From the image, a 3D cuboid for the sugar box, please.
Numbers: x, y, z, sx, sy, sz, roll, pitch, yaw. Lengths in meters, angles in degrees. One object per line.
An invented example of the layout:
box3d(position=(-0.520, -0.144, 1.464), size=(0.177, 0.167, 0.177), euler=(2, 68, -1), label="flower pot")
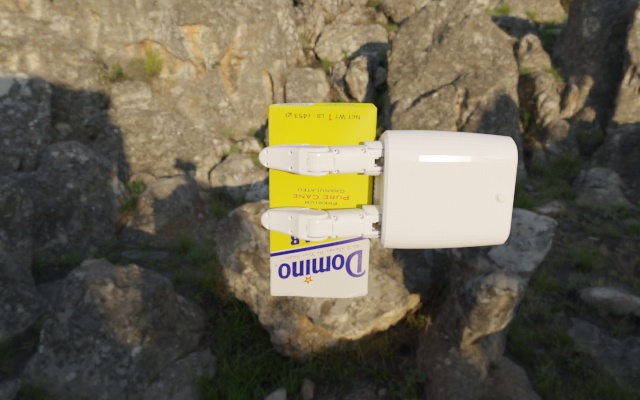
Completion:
box3d(position=(0.000, 0.001, 0.435), size=(0.093, 0.176, 0.048), euler=(1, 14, 1), label="sugar box")
